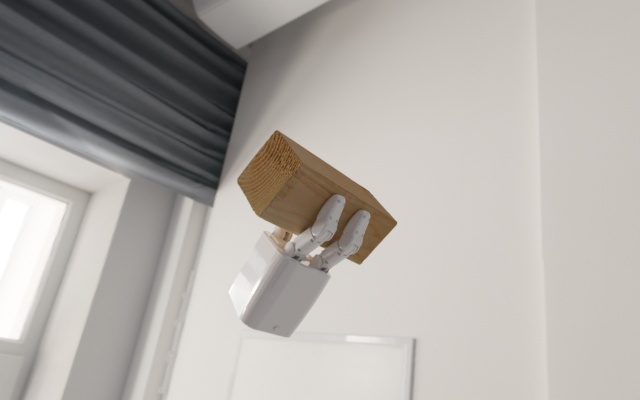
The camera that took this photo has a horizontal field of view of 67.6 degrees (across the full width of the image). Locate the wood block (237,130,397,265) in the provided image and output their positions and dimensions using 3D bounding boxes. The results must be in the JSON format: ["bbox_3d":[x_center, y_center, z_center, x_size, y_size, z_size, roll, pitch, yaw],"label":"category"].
[{"bbox_3d":[0.000,0.002,0.662,0.206,0.090,0.090,30,15,-42],"label":"wood block"}]
